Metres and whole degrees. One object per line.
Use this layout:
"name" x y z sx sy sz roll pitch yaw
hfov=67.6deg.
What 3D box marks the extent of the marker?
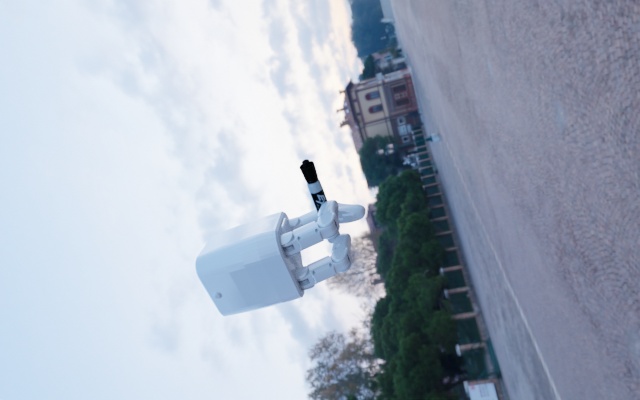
"marker" 0.000 0.002 0.600 0.020 0.121 0.020 -15 30 9
